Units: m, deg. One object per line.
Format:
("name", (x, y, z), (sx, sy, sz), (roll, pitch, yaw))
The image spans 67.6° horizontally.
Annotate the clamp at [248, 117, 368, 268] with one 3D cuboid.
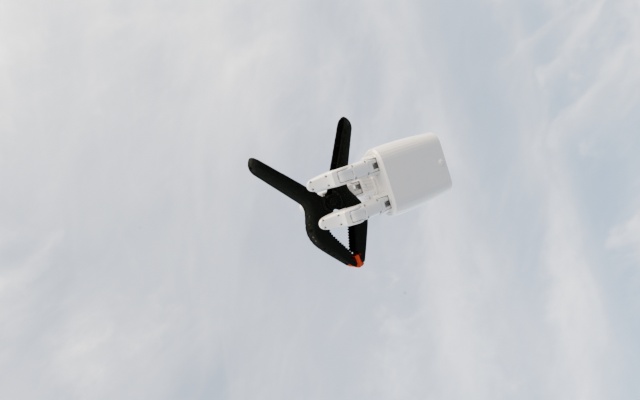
("clamp", (0.000, 0.003, 0.669), (0.164, 0.210, 0.036), (-20, 4, -22))
